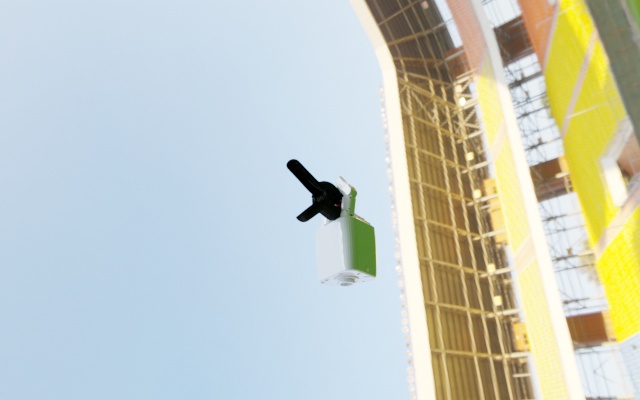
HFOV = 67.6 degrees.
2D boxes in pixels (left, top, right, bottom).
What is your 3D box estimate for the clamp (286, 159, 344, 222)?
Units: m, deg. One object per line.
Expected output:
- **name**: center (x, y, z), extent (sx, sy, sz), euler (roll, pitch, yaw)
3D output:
- **clamp**: center (0.000, 0.003, 0.891), extent (0.039, 0.120, 0.171), euler (-20, -32, 35)
